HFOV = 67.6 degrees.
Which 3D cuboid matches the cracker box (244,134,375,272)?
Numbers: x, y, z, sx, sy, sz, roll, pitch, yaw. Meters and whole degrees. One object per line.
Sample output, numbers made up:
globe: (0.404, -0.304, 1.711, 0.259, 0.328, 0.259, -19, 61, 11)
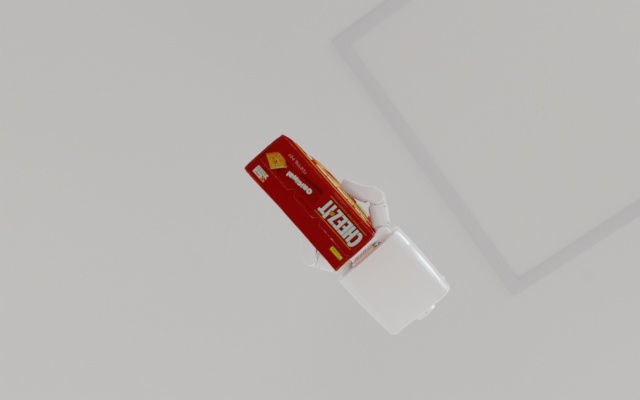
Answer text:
cracker box: (0.000, 0.002, 0.652, 0.072, 0.164, 0.214, -43, -5, 4)
